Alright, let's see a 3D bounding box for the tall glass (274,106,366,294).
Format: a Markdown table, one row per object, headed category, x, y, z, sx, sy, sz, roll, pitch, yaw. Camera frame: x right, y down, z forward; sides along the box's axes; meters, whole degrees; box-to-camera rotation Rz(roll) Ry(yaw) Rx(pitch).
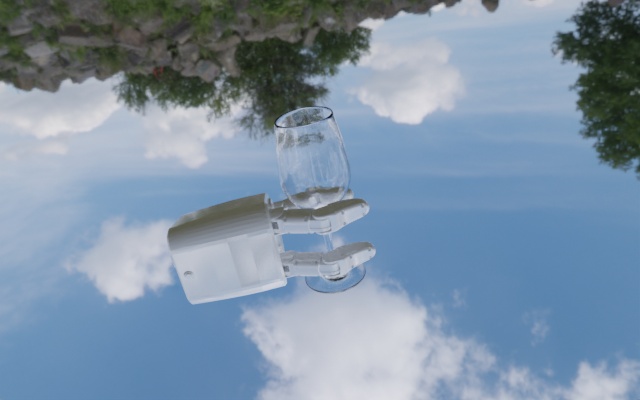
| category | x | y | z | sx | sy | sz | roll | pitch | yaw |
| --- | --- | --- | --- | --- | --- | --- | --- | --- | --- |
| tall glass | 0.000 | 0.002 | 0.530 | 0.079 | 0.201 | 0.079 | -9 | 27 | 5 |
